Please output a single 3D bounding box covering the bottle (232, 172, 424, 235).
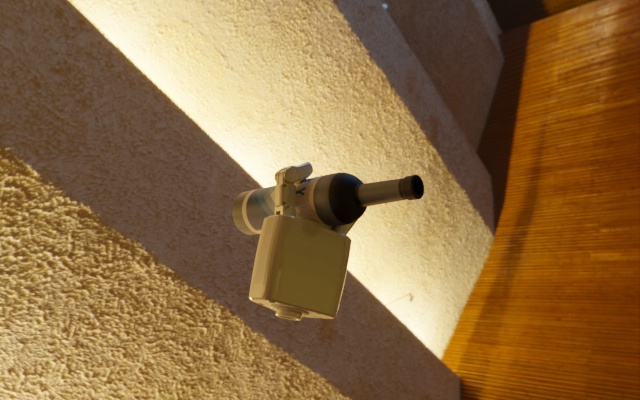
[{"bbox_3d":[0.000,0.002,0.624,0.296,0.069,0.069,-9,-6,42],"label":"bottle"}]
